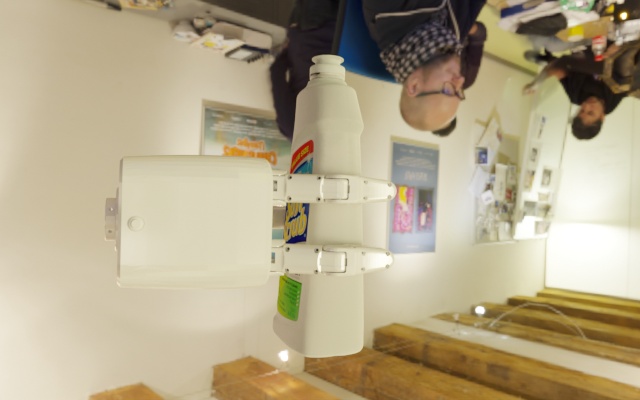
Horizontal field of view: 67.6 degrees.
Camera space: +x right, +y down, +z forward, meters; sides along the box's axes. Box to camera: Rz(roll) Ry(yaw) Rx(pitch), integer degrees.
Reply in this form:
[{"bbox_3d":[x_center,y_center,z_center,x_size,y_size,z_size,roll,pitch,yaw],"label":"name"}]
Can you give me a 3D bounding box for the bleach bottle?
[{"bbox_3d":[0.000,0.001,0.428,0.068,0.251,0.102,1,1,-21],"label":"bleach bottle"}]
